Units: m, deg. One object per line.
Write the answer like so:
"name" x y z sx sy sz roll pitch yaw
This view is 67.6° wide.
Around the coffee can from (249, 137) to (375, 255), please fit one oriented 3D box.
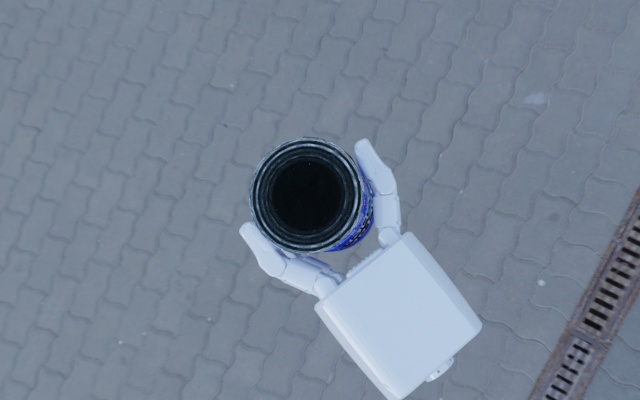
"coffee can" 0.000 0.001 0.478 0.103 0.103 0.140 0 -5 11
